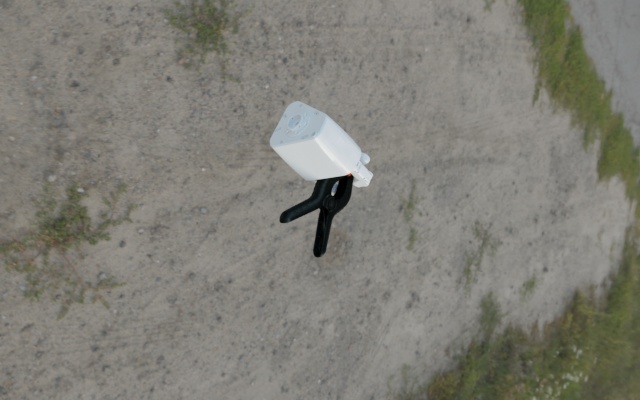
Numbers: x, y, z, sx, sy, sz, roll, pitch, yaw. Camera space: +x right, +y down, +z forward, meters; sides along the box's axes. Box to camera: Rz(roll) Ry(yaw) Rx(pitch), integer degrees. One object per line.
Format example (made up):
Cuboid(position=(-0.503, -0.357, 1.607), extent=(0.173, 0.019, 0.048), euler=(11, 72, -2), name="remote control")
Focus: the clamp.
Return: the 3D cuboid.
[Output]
Cuboid(position=(0.001, 0.003, 0.835), extent=(0.039, 0.171, 0.120), euler=(13, -19, 42), name="clamp")
